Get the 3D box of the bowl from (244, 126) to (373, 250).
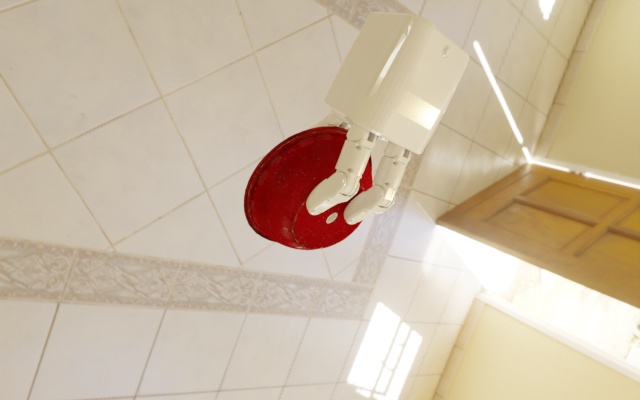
[{"bbox_3d":[0.000,0.003,0.528,0.162,0.162,0.055,0,36,-33],"label":"bowl"}]
